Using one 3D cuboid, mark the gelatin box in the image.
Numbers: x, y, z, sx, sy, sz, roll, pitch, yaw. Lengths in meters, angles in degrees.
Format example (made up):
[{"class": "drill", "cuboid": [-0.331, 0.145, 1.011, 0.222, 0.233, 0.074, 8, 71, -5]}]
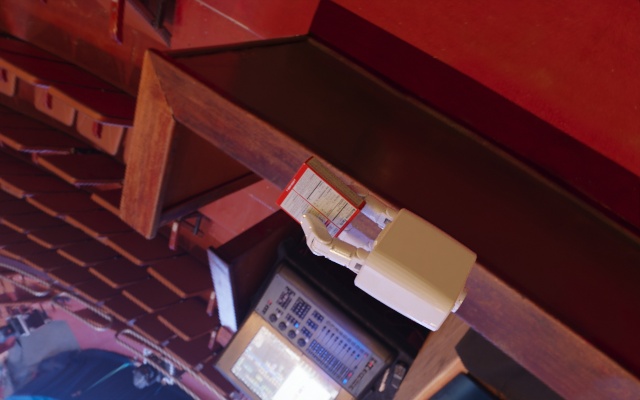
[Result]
[{"class": "gelatin box", "cuboid": [0.000, 0.002, 0.585, 0.089, 0.073, 0.030, 40, 33, 2]}]
